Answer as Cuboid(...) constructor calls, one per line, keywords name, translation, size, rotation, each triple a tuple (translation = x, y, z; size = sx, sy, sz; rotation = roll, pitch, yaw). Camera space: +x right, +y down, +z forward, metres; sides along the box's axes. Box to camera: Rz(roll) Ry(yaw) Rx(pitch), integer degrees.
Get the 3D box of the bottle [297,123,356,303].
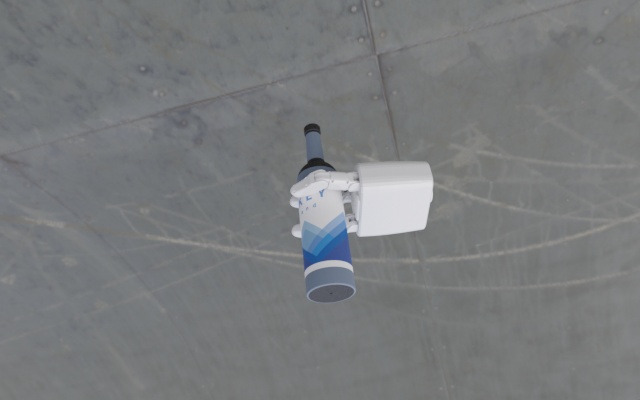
Cuboid(name="bottle", translation=(0.000, 0.003, 0.717), size=(0.069, 0.295, 0.069), rotation=(-5, -33, -3))
